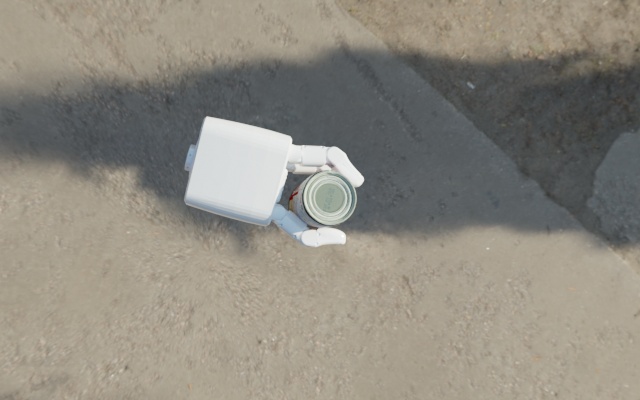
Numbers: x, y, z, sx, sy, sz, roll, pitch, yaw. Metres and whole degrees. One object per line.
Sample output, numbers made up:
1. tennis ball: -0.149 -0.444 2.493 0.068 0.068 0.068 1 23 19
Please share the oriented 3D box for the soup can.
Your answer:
1. soup can: 0.001 0.002 0.607 0.068 0.068 0.102 0 -6 -13
